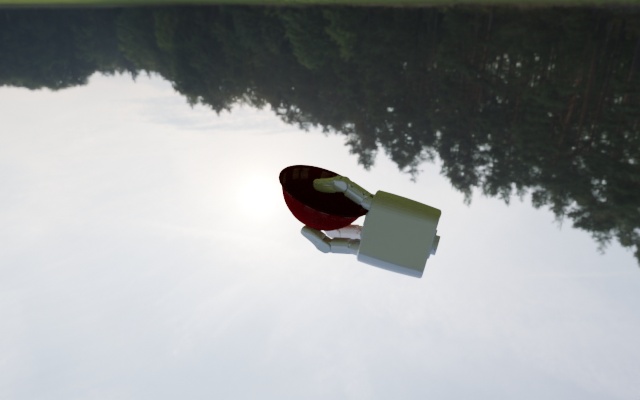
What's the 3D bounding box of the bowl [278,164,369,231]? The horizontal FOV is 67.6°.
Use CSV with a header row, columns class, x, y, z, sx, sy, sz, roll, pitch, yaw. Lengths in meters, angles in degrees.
class,x,y,z,sx,sy,sz,roll,pitch,yaw
bowl,-0.001,0.002,0.797,0.162,0.055,0.162,17,27,-9
